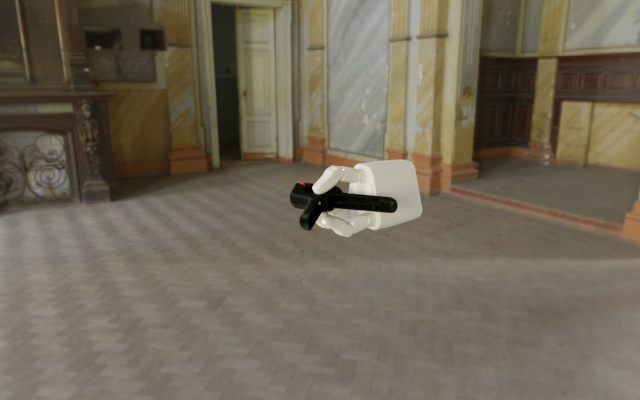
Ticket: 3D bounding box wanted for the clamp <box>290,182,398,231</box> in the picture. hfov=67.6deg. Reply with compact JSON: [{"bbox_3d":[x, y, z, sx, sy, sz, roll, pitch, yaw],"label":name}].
[{"bbox_3d":[0.000,0.002,0.791,0.164,0.036,0.210,-12,18,-31],"label":"clamp"}]
